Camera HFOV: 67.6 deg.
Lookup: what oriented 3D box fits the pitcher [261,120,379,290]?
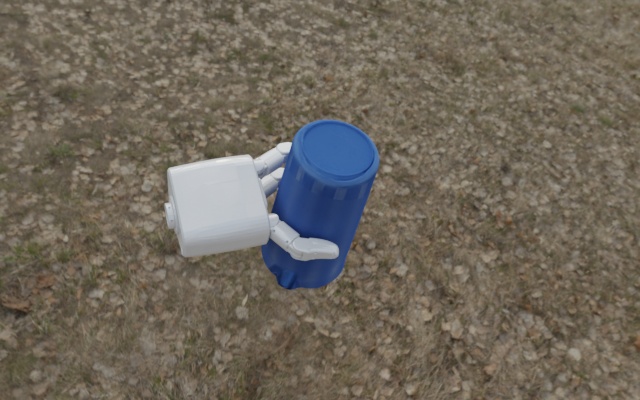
[{"bbox_3d":[0.000,0.002,0.662,0.145,0.149,0.243,-11,-33,-22],"label":"pitcher"}]
